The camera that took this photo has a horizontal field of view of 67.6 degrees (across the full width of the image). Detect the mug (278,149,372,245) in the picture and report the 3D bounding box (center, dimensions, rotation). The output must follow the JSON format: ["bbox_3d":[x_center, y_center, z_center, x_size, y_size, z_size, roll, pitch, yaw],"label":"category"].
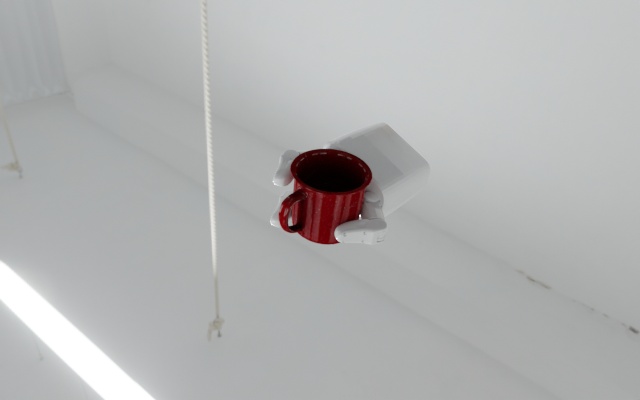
[{"bbox_3d":[-0.001,0.003,0.555,0.117,0.082,0.093,-28,50,-37],"label":"mug"}]
